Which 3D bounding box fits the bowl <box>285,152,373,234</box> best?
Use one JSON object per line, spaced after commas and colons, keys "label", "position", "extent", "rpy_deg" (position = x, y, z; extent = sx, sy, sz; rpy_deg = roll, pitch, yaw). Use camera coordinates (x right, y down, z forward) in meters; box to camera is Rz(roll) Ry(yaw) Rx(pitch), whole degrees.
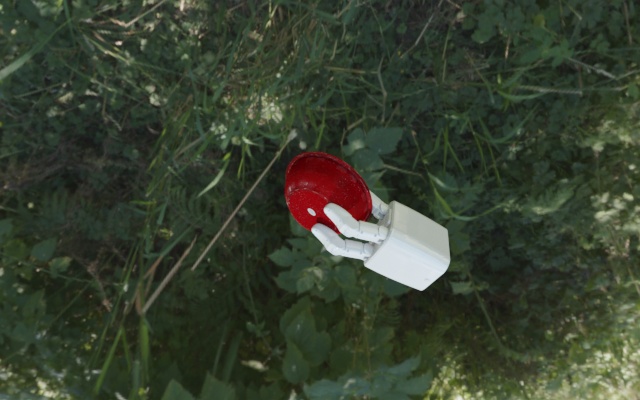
{"label": "bowl", "position": [-0.001, 0.002, 0.774], "extent": [0.162, 0.162, 0.055], "rpy_deg": [0, 37, 36]}
